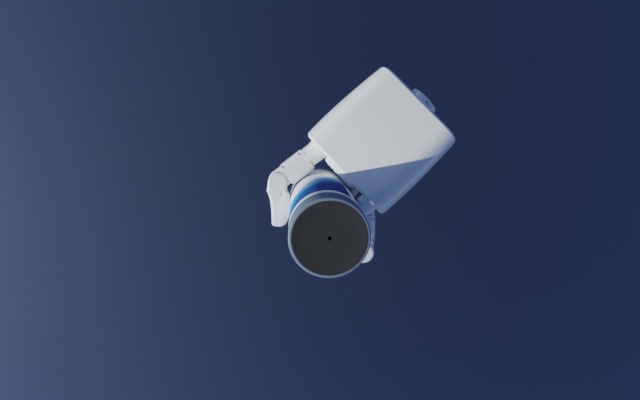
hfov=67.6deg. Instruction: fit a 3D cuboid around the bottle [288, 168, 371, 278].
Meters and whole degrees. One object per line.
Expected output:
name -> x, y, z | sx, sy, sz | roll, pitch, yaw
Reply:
bottle -> 0.000, 0.002, 0.521 | 0.069, 0.069, 0.295 | 0, 11, -3
